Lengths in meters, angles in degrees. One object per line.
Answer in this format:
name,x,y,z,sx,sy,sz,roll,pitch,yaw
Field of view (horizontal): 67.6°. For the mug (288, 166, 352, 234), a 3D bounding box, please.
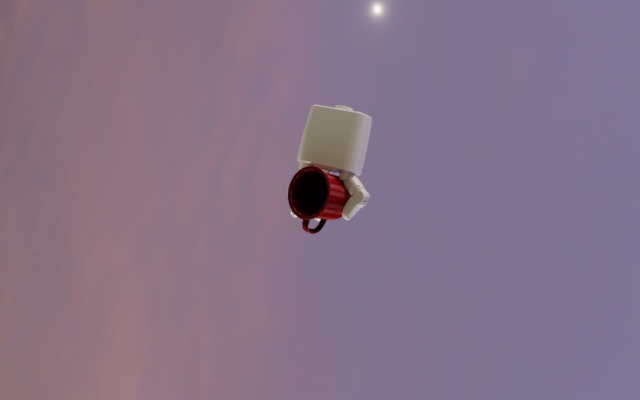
mug,0.000,0.004,0.844,0.093,0.117,0.081,16,3,38
